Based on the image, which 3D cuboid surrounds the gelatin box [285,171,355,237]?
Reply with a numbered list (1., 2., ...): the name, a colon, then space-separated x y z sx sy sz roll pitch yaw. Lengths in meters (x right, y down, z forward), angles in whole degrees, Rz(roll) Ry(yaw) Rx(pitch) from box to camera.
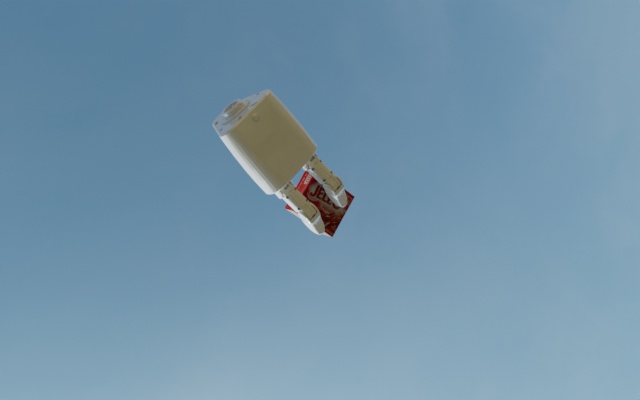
1. gelatin box: 0.000 0.002 0.715 0.089 0.073 0.030 37 -13 -35
